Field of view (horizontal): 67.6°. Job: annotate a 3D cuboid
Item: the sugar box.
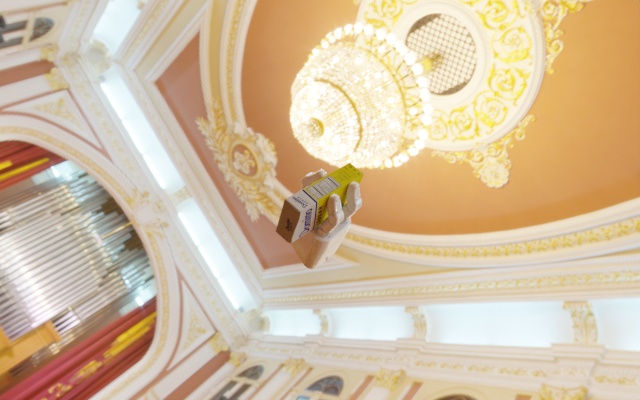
[{"bbox_3d":[0.001,0.003,0.888,0.048,0.093,0.176,40,49,18],"label":"sugar box"}]
